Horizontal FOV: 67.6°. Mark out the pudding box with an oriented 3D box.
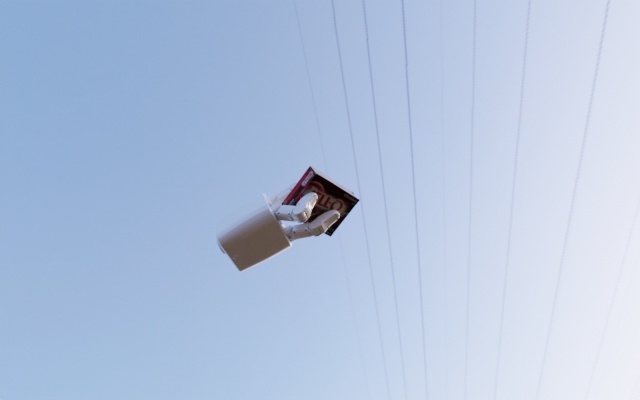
[{"bbox_3d":[0.000,0.003,0.858,0.113,0.090,0.039,29,16,-35],"label":"pudding box"}]
